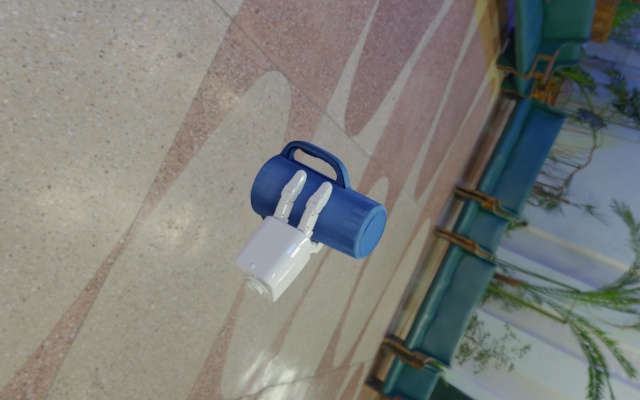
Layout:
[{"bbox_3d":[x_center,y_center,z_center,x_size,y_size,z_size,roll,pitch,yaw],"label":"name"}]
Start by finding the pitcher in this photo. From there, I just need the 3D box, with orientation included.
[{"bbox_3d":[0.000,0.003,0.895,0.242,0.145,0.149,25,-29,27],"label":"pitcher"}]
